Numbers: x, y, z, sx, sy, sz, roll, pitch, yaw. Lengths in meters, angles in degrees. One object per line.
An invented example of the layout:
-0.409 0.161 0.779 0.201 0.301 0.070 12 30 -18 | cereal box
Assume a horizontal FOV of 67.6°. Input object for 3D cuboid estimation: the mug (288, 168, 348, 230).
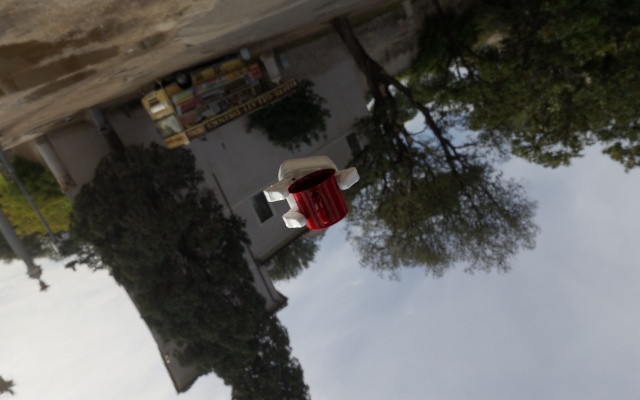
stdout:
0.000 0.003 0.840 0.093 0.081 0.117 -23 18 2 | mug
